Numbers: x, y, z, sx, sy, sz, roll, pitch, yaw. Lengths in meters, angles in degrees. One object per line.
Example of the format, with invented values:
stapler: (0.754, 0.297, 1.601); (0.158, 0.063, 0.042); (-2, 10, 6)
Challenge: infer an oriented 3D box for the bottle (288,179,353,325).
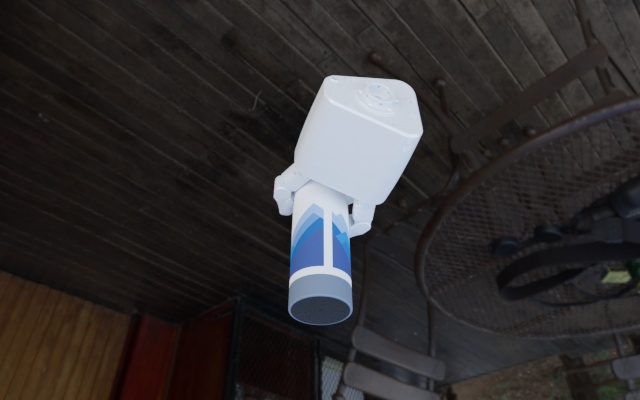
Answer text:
bottle: (0.000, 0.002, 0.587); (0.069, 0.295, 0.069); (0, -40, 0)
